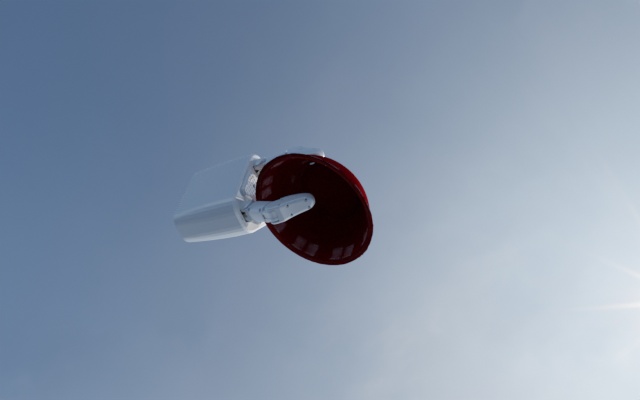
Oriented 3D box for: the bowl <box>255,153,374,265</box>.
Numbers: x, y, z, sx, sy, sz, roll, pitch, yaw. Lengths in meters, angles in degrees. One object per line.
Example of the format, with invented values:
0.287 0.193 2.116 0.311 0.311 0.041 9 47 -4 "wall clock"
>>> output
0.001 0.002 0.601 0.162 0.162 0.055 0 31 32 "bowl"
